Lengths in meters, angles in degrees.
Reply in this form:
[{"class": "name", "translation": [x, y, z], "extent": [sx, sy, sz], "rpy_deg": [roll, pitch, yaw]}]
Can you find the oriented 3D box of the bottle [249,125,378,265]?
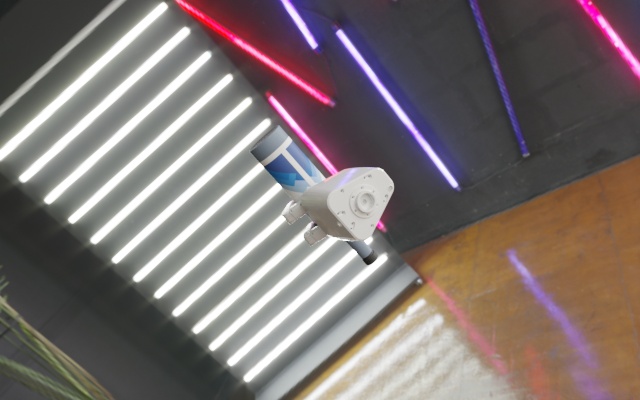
[{"class": "bottle", "translation": [0.000, 0.003, 0.831], "extent": [0.069, 0.296, 0.069], "rpy_deg": [-38, 16, 13]}]
